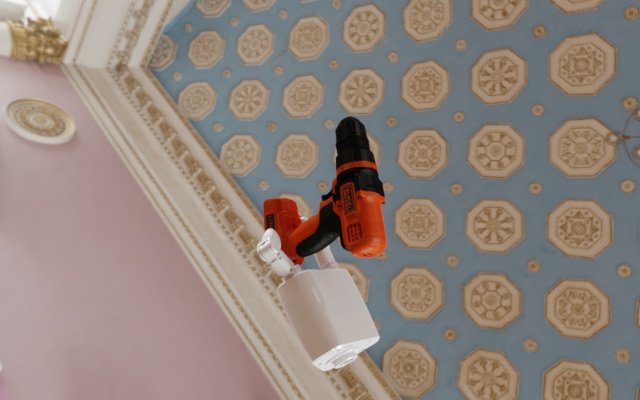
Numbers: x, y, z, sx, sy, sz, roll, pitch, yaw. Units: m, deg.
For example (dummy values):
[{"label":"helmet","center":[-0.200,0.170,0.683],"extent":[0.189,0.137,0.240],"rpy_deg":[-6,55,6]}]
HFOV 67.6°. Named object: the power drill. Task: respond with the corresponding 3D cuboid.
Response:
[{"label":"power drill","center":[0.000,0.002,0.631],"extent":[0.057,0.184,0.188],"rpy_deg":[15,-31,-40]}]
